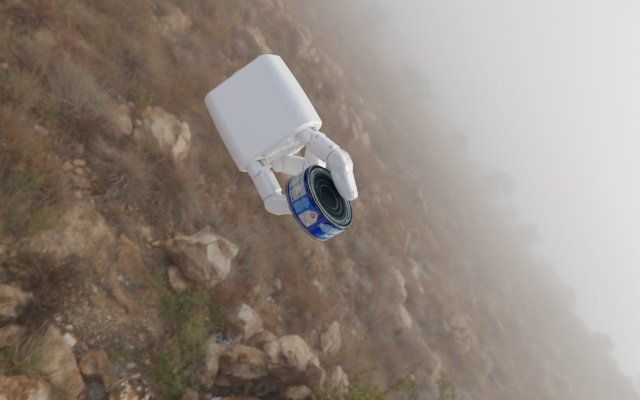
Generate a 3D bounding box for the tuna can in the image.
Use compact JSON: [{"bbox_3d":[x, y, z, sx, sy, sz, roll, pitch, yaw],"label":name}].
[{"bbox_3d":[0.001,0.002,0.559,0.034,0.086,0.086,-30,-15,27],"label":"tuna can"}]
